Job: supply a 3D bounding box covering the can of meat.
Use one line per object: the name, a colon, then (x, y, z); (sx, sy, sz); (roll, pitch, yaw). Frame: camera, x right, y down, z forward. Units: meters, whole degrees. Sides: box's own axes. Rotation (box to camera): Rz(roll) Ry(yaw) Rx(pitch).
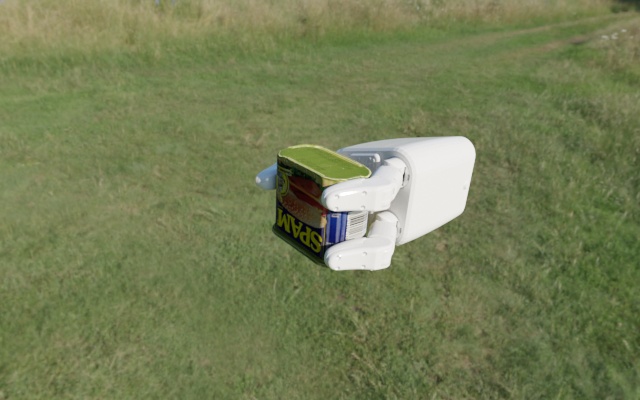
can of meat: (0.000, 0.001, 0.446); (0.057, 0.084, 0.102); (-15, 30, -36)
